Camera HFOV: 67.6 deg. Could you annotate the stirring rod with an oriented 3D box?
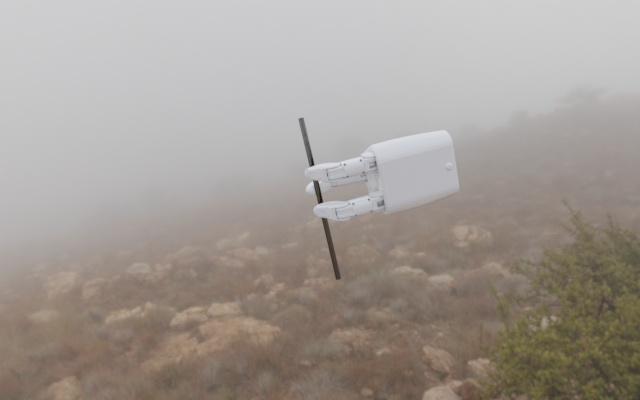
[{"bbox_3d":[0.000,0.002,0.675,0.011,0.239,0.011,-12,15,3],"label":"stirring rod"}]
